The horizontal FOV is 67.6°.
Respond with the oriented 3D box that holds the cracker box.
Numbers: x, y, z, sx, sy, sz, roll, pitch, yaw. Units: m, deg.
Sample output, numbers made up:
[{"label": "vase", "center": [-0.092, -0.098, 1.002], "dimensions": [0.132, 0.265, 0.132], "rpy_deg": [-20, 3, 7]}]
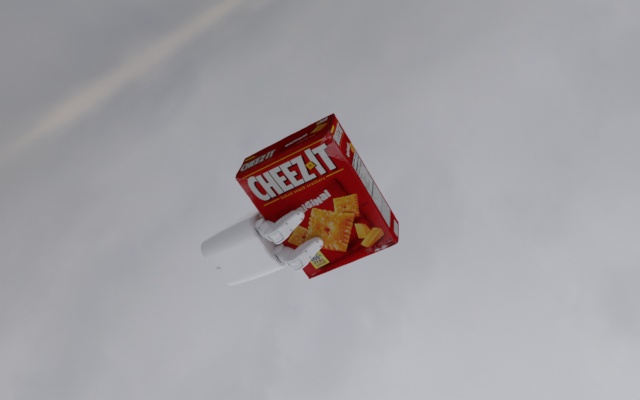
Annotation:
[{"label": "cracker box", "center": [0.000, 0.002, 0.727], "dimensions": [0.164, 0.214, 0.072], "rpy_deg": [-24, 26, 21]}]
